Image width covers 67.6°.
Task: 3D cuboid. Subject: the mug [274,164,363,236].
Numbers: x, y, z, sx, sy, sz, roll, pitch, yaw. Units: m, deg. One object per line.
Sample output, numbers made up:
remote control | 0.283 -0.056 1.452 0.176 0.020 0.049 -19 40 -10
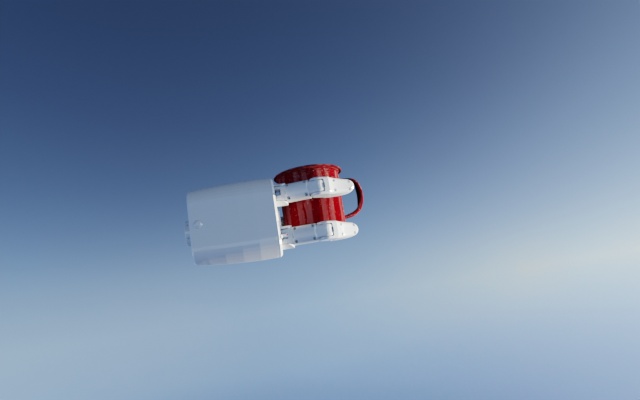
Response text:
mug | 0.002 0.002 0.645 0.117 0.081 0.093 -7 -12 -7
